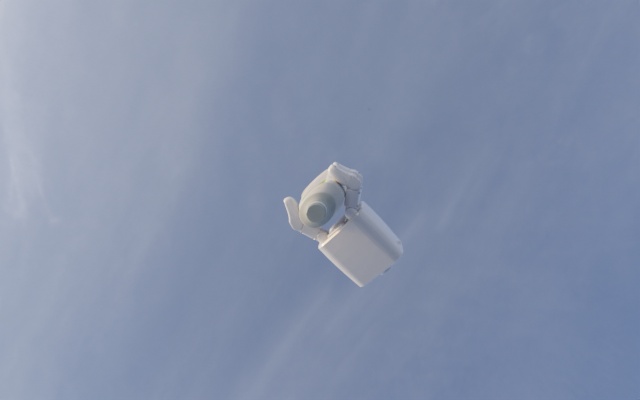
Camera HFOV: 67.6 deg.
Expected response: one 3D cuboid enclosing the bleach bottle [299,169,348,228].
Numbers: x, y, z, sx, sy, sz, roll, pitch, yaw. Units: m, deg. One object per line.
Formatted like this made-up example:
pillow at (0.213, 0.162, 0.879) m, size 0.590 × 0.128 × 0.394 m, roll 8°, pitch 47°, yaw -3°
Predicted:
bleach bottle at (0.000, 0.003, 0.831) m, size 0.102 × 0.068 × 0.250 m, roll -45°, pitch 3°, yaw 12°
